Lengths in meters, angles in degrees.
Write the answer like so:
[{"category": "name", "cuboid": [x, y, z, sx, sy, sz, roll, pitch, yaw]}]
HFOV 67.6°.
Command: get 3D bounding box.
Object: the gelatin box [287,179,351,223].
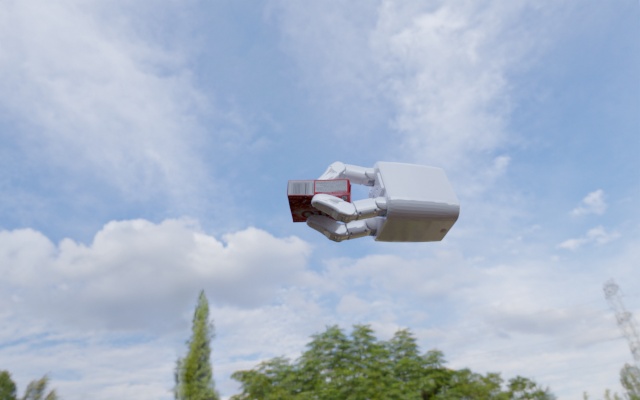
[{"category": "gelatin box", "cuboid": [0.000, 0.002, 0.686, 0.089, 0.030, 0.073, -1, -33, 4]}]
